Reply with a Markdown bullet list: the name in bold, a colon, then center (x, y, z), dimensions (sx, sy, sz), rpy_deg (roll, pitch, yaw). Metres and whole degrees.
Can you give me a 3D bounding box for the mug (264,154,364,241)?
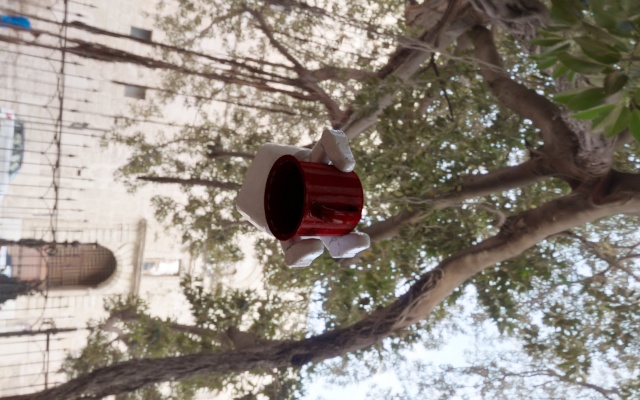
- **mug**: center (0.001, 0.002, 0.521), dimensions (0.081, 0.093, 0.117), rpy_deg (3, 11, -33)
